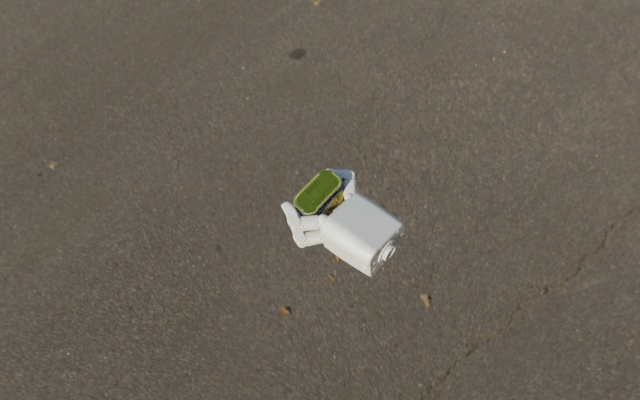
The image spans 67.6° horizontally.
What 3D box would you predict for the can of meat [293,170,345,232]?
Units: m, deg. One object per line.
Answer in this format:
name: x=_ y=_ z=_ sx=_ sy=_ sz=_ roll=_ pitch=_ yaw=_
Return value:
can of meat: x=0.000 y=0.003 z=0.886 sx=0.057 sy=0.102 sz=0.084 roll=36 pitch=-19 yaw=24
